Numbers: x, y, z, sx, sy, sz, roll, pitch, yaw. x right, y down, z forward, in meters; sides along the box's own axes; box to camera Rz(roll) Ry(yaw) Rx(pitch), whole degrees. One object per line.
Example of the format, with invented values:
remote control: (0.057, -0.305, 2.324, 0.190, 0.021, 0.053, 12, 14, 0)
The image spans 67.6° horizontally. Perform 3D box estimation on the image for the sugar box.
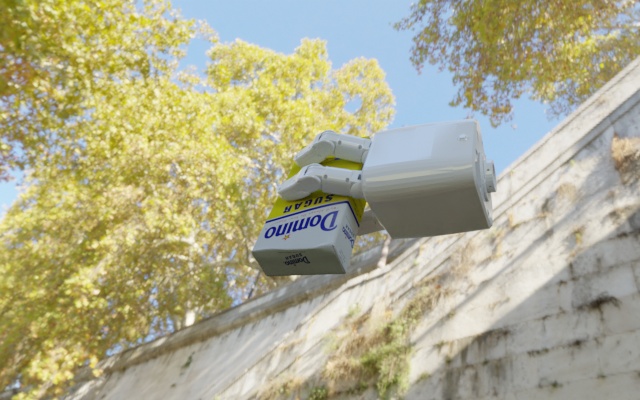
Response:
sugar box: (0.000, 0.001, 0.522, 0.093, 0.048, 0.176, -7, 38, 25)
